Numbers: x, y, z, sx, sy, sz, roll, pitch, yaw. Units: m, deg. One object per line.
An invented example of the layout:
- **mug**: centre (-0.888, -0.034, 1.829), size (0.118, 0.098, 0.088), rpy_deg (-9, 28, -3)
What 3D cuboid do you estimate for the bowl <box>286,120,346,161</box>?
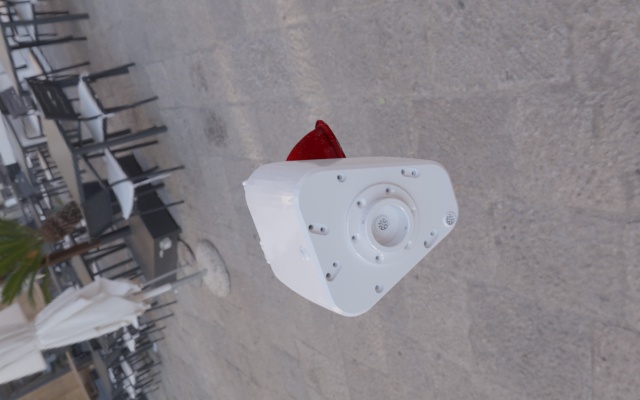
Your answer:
- **bowl**: centre (0.000, 0.002, 0.496), size (0.055, 0.162, 0.162), rpy_deg (-20, 2, -6)
